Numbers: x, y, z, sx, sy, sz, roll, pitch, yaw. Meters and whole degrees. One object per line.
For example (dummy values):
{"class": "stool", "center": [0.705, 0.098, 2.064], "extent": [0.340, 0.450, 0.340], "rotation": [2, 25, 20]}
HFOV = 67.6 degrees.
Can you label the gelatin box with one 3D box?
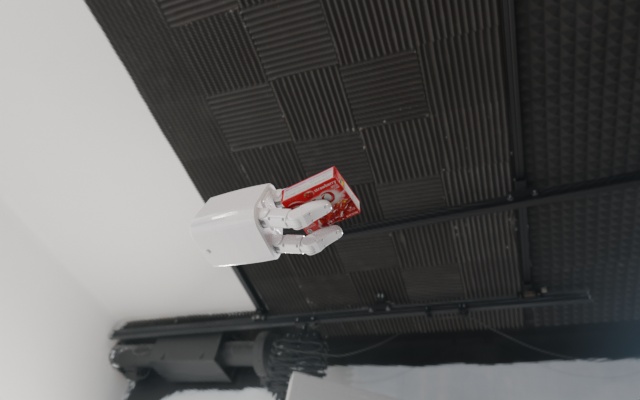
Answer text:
{"class": "gelatin box", "center": [0.000, 0.002, 0.668], "extent": [0.089, 0.073, 0.030], "rotation": [-24, 35, 19]}
